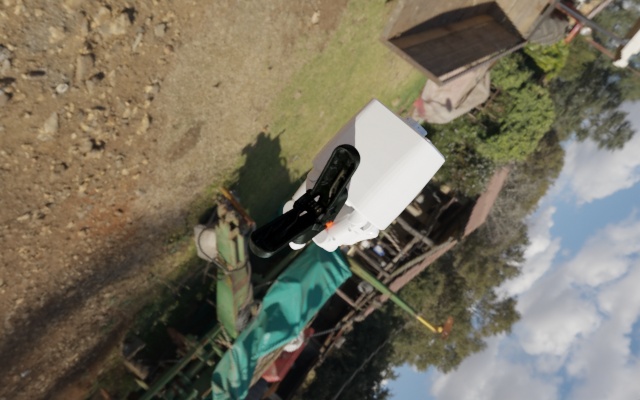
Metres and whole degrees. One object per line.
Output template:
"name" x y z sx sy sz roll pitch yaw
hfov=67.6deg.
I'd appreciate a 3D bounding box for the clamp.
"clamp" 0.000 0.002 0.461 0.120 0.039 0.171 -41 -6 8
